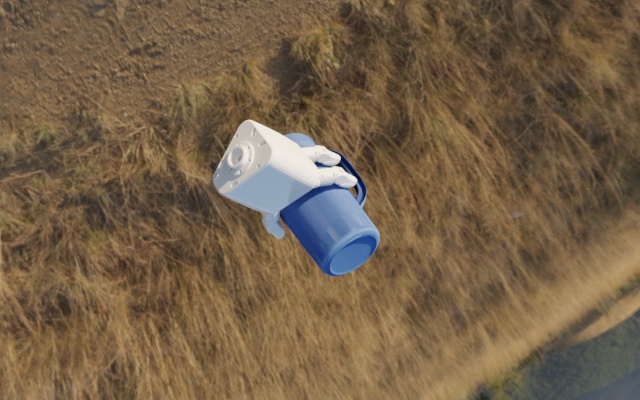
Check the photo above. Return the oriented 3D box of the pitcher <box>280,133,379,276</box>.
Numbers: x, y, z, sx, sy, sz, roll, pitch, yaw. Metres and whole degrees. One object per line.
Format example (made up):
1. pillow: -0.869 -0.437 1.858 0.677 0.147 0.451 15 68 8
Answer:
1. pitcher: 0.000 0.003 0.809 0.145 0.149 0.242 29 19 -53
